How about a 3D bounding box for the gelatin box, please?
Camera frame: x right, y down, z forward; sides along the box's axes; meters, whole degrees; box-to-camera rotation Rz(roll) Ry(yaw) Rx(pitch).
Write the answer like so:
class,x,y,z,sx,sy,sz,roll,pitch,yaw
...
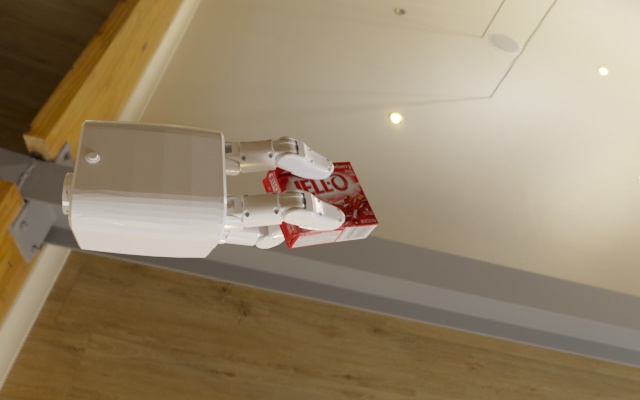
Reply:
class,x,y,z,sx,sy,sz,roll,pitch,yaw
gelatin box,0.000,0.002,0.439,0.089,0.073,0.030,-4,-32,-33
